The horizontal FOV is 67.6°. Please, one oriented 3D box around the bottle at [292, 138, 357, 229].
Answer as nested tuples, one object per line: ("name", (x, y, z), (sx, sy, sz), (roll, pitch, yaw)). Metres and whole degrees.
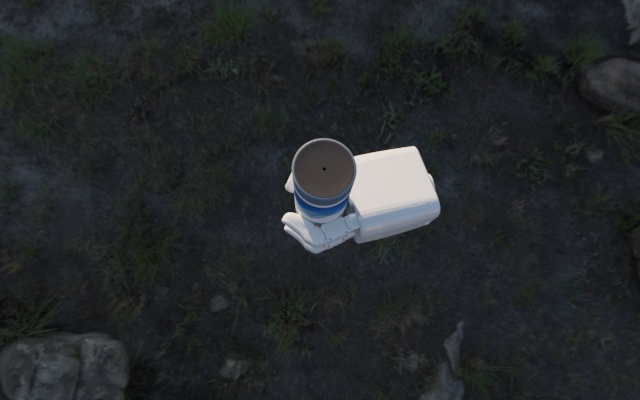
("bottle", (0.000, 0.002, 0.627), (0.069, 0.069, 0.296), (0, -13, -2))
